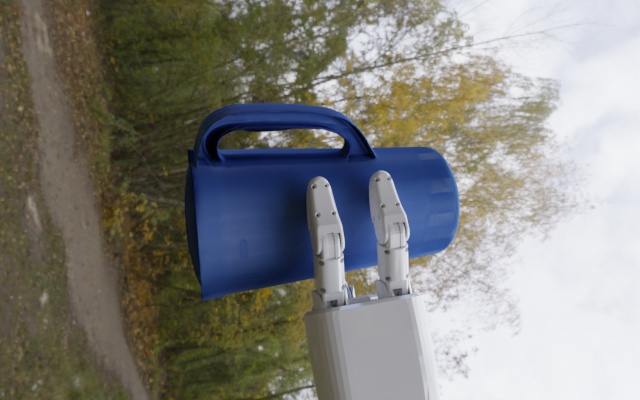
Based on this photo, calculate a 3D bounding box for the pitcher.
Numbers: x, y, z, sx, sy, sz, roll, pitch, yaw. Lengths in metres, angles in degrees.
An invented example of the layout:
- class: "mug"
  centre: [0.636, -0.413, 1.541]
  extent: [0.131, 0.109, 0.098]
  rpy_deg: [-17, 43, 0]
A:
- class: "pitcher"
  centre: [0.000, 0.002, 0.441]
  extent: [0.243, 0.145, 0.149]
  rpy_deg: [-6, -14, -16]
